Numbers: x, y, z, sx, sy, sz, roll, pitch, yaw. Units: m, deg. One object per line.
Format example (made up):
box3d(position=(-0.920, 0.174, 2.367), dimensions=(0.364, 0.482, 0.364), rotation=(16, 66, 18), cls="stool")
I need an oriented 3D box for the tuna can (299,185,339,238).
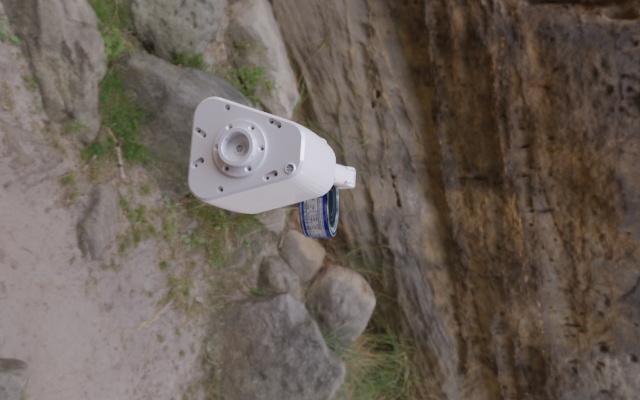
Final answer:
box3d(position=(0.001, 0.002, 0.574), dimensions=(0.034, 0.086, 0.086), rotation=(0, 0, 11), cls="tuna can")
